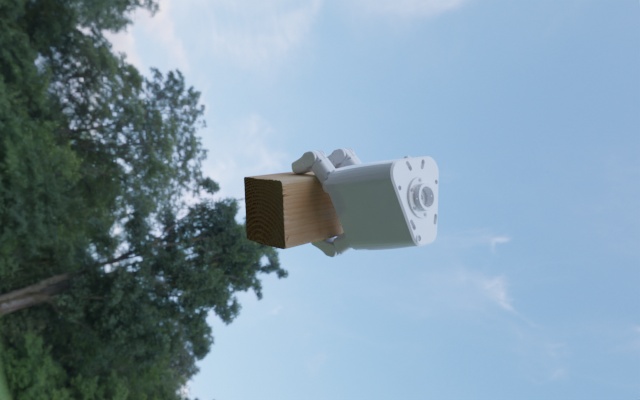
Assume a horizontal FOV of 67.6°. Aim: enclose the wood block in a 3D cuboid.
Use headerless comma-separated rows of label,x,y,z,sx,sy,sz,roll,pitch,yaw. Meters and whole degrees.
wood block,0.000,0.003,0.695,0.206,0.091,0.090,-9,12,-41
